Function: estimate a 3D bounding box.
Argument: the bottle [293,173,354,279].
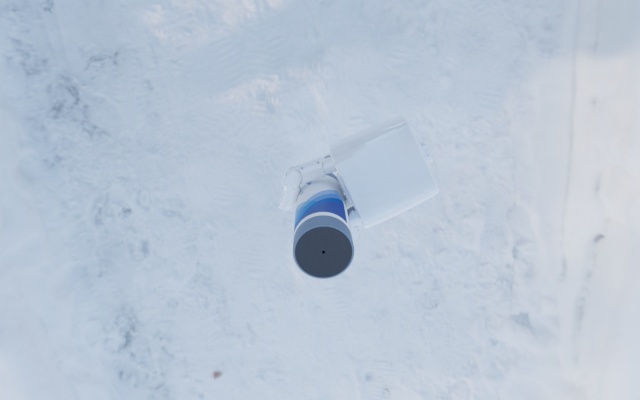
[{"bbox_3d":[0.000,0.002,0.648,0.069,0.069,0.295,0,21,-1],"label":"bottle"}]
